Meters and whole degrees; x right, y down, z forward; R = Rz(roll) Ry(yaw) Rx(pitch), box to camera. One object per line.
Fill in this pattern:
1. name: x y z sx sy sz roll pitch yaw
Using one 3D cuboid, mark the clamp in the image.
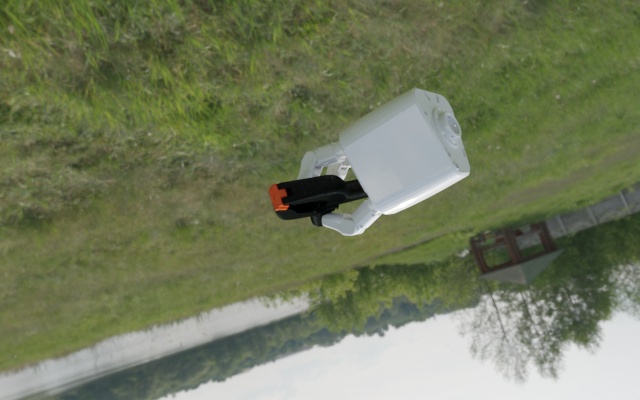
1. clamp: 0.000 0.003 0.621 0.164 0.036 0.210 -30 -17 36
